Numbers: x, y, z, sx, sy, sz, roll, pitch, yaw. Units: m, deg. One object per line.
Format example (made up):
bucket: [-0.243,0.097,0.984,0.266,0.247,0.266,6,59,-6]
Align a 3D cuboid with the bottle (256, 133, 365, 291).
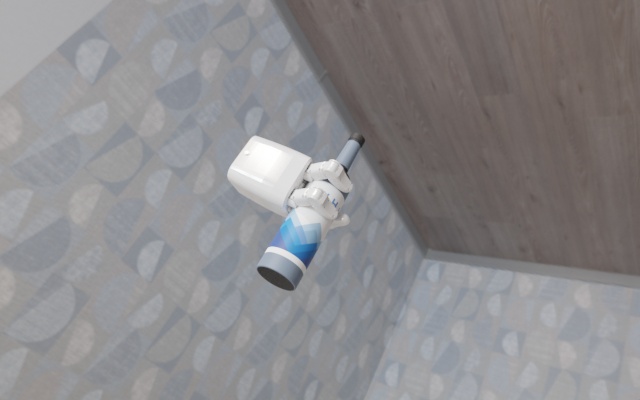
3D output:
bottle: [0.000,0.003,0.766,0.069,0.295,0.069,23,-29,14]
